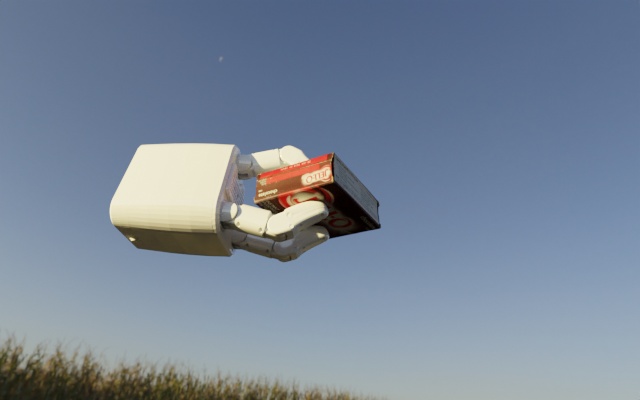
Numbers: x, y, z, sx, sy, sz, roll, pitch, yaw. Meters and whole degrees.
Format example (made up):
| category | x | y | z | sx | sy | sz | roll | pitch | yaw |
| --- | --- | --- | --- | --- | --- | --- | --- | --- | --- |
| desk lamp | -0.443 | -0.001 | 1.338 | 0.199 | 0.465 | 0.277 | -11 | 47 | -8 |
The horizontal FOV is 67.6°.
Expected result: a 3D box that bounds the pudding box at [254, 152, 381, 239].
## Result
| category | x | y | z | sx | sy | sz | roll | pitch | yaw |
| --- | --- | --- | --- | --- | --- | --- | --- | --- | --- |
| pudding box | 0.000 | 0.001 | 0.496 | 0.090 | 0.039 | 0.113 | -13 | -30 | 27 |
